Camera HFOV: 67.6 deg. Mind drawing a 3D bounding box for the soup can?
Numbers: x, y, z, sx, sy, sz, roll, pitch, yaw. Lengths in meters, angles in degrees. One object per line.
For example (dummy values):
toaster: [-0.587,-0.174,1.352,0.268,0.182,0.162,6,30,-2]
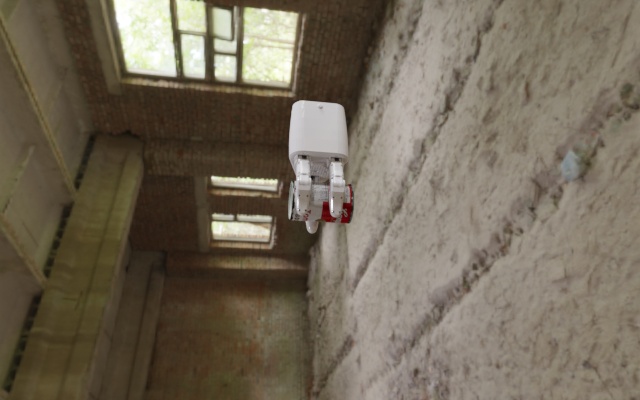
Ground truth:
soup can: [0.000,0.003,0.803,0.102,0.068,0.068,4,-1,-9]
